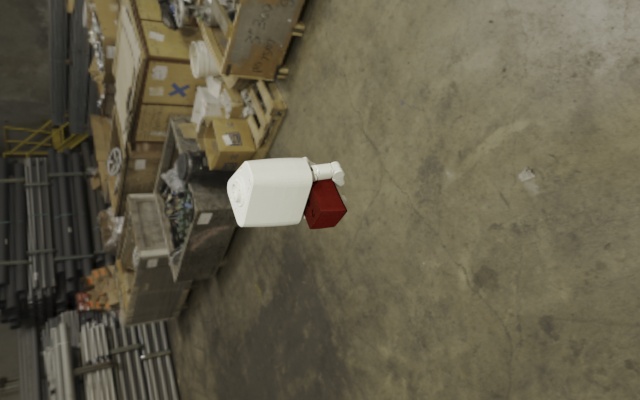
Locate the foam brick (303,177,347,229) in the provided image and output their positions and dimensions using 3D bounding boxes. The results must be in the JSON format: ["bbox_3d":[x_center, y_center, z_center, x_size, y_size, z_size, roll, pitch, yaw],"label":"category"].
[{"bbox_3d":[0.000,0.003,0.807,0.051,0.078,0.053,-4,-35,-31],"label":"foam brick"}]
